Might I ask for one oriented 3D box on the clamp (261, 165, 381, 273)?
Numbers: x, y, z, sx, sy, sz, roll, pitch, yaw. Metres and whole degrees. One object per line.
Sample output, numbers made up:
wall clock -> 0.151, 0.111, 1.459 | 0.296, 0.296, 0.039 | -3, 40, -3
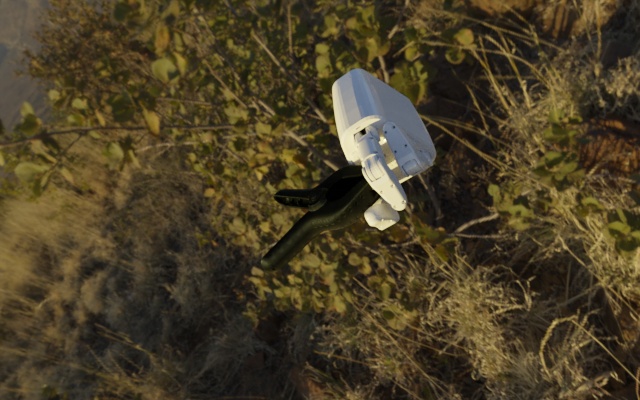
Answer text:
clamp -> 0.000, 0.001, 0.547 | 0.171, 0.120, 0.039 | -31, -48, 21
